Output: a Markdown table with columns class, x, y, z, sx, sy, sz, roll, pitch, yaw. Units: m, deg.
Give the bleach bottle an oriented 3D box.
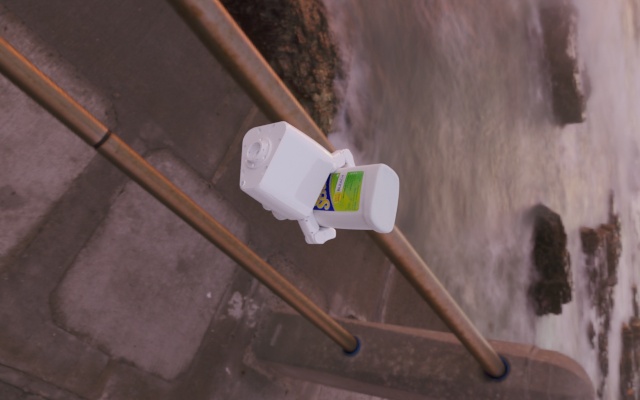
| class | x | y | z | sx | sy | sz | roll | pitch | yaw |
| --- | --- | --- | --- | --- | --- | --- | --- | --- | --- |
| bleach bottle | 0.000 | 0.002 | 0.769 | 0.251 | 0.102 | 0.068 | -5 | -25 | 39 |
